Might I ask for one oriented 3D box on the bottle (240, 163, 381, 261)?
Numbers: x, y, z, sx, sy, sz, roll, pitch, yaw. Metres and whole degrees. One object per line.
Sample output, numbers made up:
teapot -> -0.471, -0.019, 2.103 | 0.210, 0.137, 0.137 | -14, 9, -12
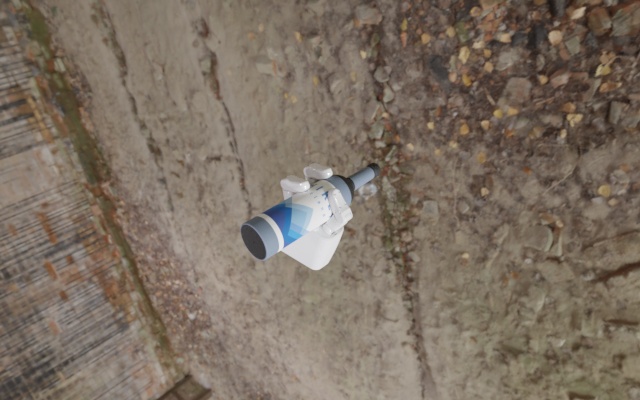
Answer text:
bottle -> 0.000, 0.003, 0.823 | 0.295, 0.069, 0.069 | -31, 19, -34
